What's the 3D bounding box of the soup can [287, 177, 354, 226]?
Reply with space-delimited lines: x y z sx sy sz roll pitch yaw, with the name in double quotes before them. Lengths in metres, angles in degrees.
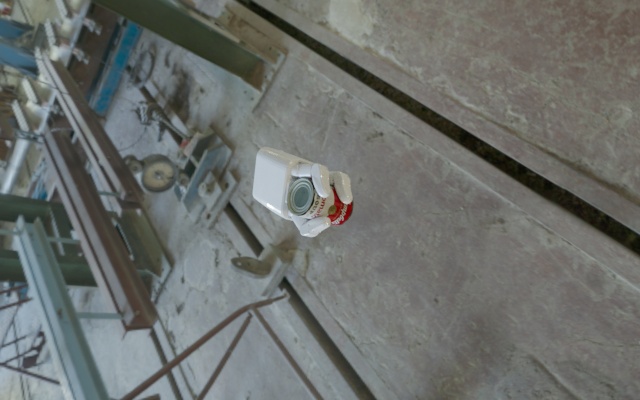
"soup can" 0.000 0.003 0.832 0.068 0.068 0.102 0 -11 44
